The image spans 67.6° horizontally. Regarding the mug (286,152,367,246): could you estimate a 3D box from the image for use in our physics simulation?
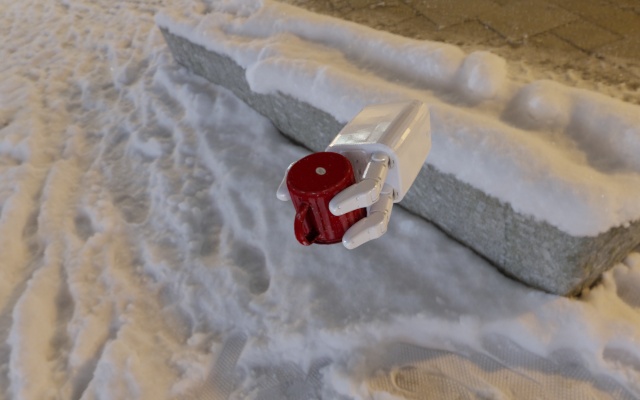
[{"bbox_3d":[-0.001,0.003,0.583,0.093,0.082,0.117,13,50,30],"label":"mug"}]
